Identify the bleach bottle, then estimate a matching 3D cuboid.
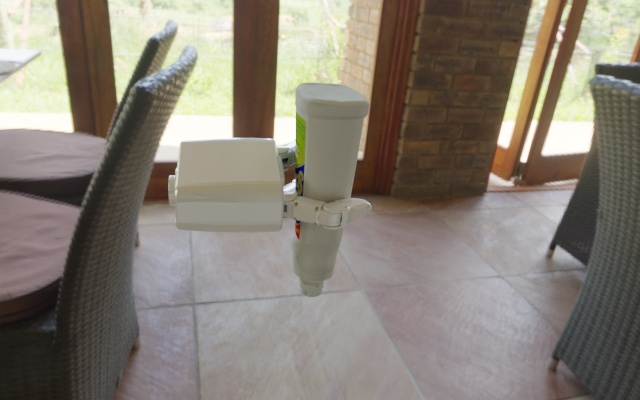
[{"bbox_3d":[0.000,0.002,0.539,0.068,0.251,0.102,0,24,-12],"label":"bleach bottle"}]
